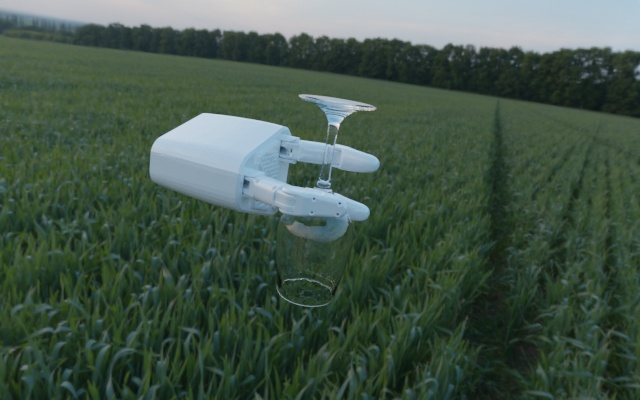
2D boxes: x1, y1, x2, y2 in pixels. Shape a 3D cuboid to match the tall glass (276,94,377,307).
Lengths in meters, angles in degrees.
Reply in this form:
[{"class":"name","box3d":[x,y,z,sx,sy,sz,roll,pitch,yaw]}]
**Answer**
[{"class":"tall glass","box3d":[0.000,0.001,0.474,0.079,0.201,0.079,9,16,-2]}]
